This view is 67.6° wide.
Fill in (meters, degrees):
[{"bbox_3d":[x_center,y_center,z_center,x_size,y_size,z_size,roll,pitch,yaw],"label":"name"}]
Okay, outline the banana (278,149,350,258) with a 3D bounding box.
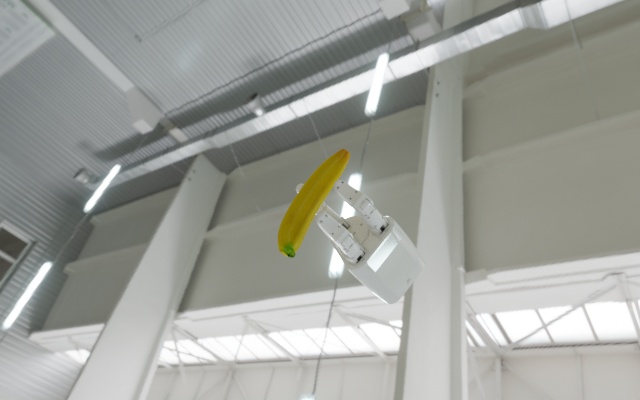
[{"bbox_3d":[-0.014,0.008,0.672,0.069,0.197,0.037,-14,-50,46],"label":"banana"}]
